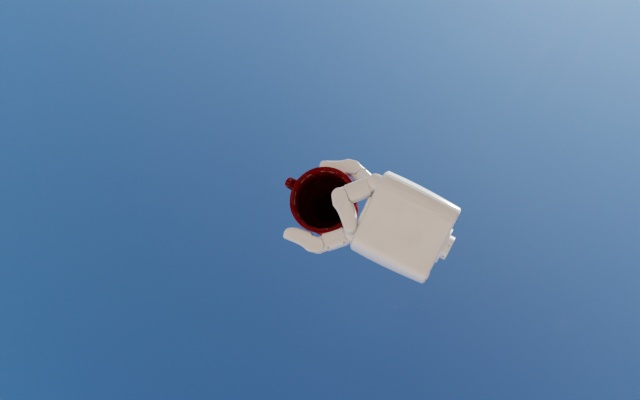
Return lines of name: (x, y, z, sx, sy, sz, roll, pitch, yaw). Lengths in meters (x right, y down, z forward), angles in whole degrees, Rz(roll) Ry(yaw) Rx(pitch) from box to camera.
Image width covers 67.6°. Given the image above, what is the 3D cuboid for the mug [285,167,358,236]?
mug: (-0.001, 0.002, 0.687, 0.117, 0.093, 0.081, 27, -7, 16)
